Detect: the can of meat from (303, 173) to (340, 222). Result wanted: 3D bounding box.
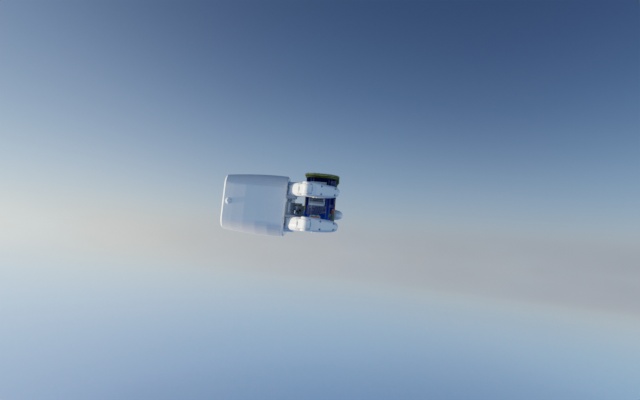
[{"bbox_3d":[0.000,0.003,0.813,0.057,0.084,0.102,5,-6,2],"label":"can of meat"}]
